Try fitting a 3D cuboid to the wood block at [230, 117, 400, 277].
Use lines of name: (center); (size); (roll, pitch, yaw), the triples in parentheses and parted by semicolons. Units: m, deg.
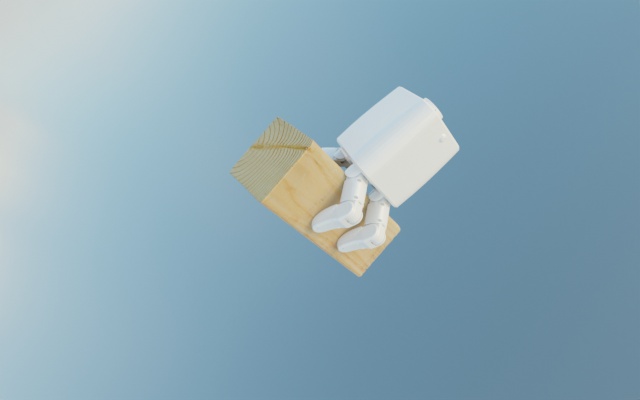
wood block: (0.000, 0.001, 0.602); (0.206, 0.090, 0.090); (41, -1, -42)
